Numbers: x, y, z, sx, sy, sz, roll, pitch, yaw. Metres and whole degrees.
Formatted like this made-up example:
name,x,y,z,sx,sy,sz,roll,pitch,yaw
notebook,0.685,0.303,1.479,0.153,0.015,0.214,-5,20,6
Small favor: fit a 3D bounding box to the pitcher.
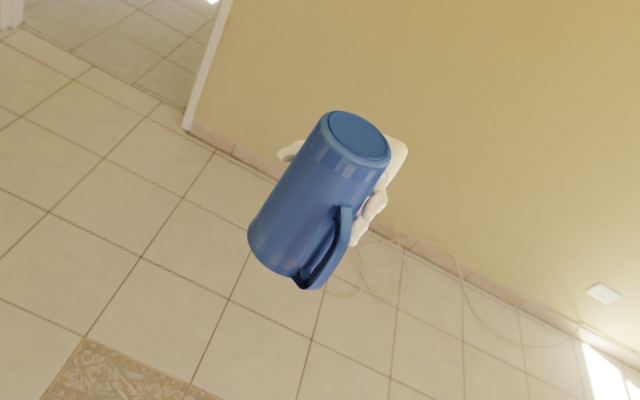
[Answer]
name,x,y,z,sx,sy,sz,roll,pitch,yaw
pitcher,0.000,0.002,0.682,0.149,0.243,0.145,37,38,4
